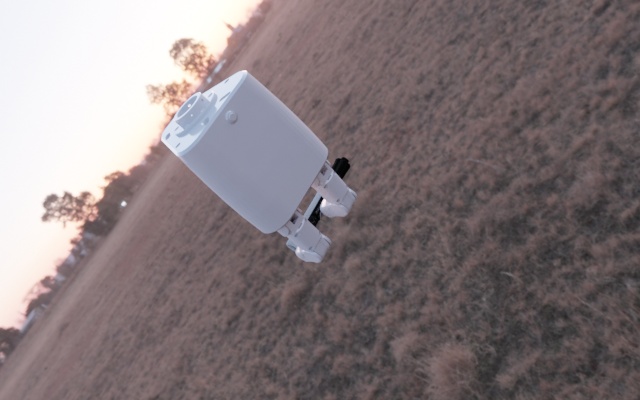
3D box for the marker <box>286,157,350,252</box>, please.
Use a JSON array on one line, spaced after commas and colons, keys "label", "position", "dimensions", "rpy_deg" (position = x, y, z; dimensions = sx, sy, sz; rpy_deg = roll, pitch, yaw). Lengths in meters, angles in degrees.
[{"label": "marker", "position": [0.000, 0.002, 0.522], "dimensions": [0.020, 0.121, 0.020], "rpy_deg": [26, -21, 11]}]
